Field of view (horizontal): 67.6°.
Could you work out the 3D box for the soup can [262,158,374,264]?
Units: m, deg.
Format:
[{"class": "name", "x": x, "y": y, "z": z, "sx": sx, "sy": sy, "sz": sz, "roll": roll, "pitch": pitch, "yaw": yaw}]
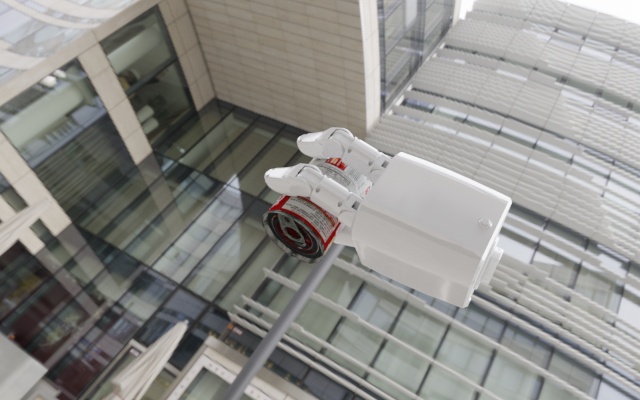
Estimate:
[{"class": "soup can", "x": 0.000, "y": 0.001, "z": 0.466, "sx": 0.068, "sy": 0.068, "sz": 0.102, "roll": 0, "pitch": 42, "yaw": 45}]
